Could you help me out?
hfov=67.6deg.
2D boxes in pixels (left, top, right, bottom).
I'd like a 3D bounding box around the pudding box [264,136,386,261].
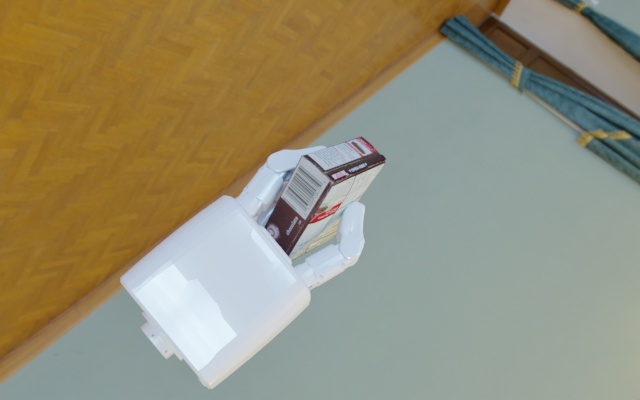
[{"bbox_3d":[0.000,0.002,0.436,0.090,0.039,0.113,-26,-25,-49],"label":"pudding box"}]
